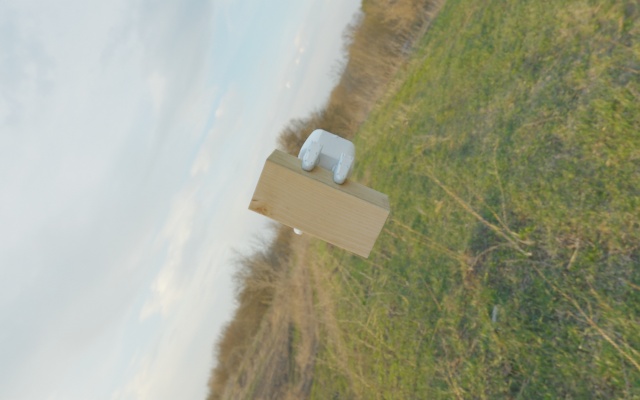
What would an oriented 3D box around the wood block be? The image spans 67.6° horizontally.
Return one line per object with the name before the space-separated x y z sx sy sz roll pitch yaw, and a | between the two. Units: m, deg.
wood block | 0.000 0.003 0.781 0.206 0.091 0.090 22 18 -2
